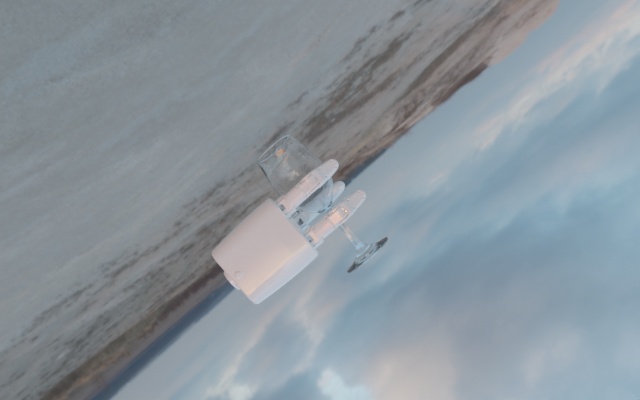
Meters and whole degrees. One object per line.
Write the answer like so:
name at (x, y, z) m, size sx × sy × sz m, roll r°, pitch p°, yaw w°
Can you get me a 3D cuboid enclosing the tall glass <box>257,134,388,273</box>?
tall glass at (0.001, 0.003, 0.665) m, size 0.079 × 0.201 × 0.079 m, roll -41°, pitch 0°, yaw 0°
